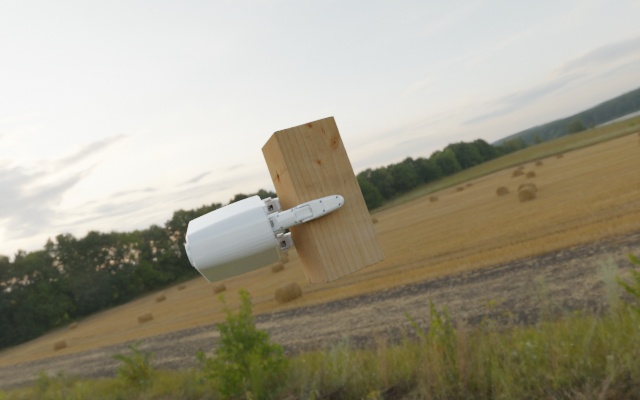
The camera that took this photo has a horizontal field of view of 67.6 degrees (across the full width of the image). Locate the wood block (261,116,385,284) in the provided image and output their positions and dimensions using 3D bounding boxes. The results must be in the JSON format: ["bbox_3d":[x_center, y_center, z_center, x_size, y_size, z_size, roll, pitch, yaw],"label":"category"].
[{"bbox_3d":[0.000,0.002,0.662,0.090,0.206,0.091,-19,-3,-21],"label":"wood block"}]
